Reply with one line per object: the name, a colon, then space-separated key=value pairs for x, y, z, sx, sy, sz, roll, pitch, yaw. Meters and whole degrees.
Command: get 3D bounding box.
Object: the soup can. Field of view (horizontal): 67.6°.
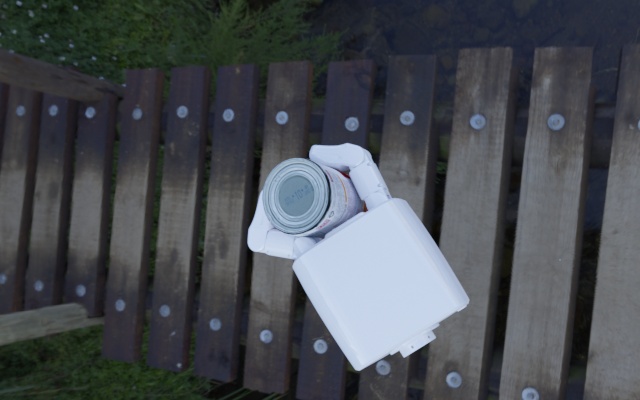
soup can: x=0.000 y=0.001 z=0.447 sx=0.068 sy=0.068 sz=0.102 roll=0 pitch=-6 yaw=26
